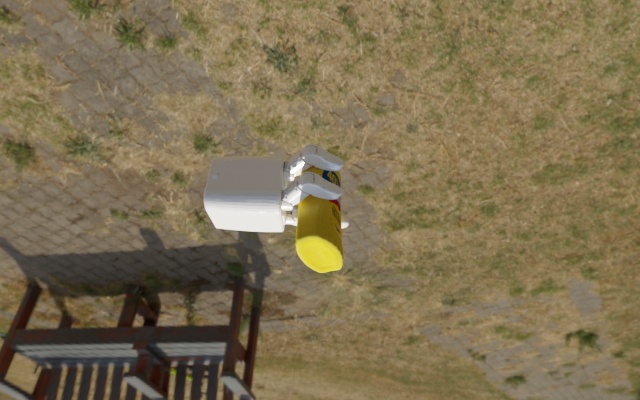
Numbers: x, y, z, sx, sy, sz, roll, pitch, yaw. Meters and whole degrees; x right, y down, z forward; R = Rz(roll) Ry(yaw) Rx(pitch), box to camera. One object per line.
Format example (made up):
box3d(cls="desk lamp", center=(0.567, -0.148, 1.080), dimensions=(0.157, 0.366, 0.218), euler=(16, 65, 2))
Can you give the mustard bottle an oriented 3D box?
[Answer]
box3d(cls="mustard bottle", center=(0.000, 0.002, 0.702), dimensions=(0.058, 0.191, 0.096), euler=(-14, -41, 18))
